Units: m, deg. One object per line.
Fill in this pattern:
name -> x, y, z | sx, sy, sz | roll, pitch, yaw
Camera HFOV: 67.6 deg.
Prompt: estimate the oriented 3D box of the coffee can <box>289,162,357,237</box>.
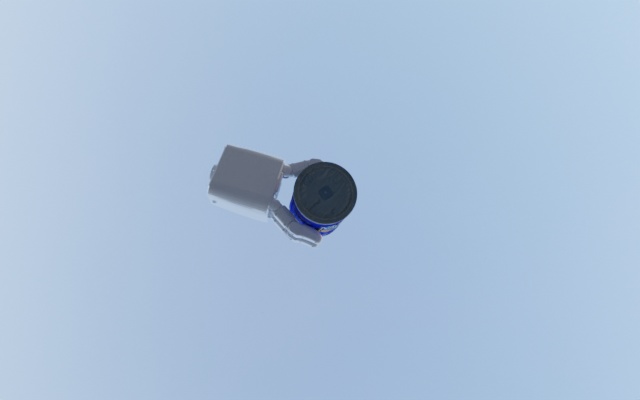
coffee can -> 0.000, 0.003, 0.823 | 0.103, 0.102, 0.140 | 0, -13, -7
